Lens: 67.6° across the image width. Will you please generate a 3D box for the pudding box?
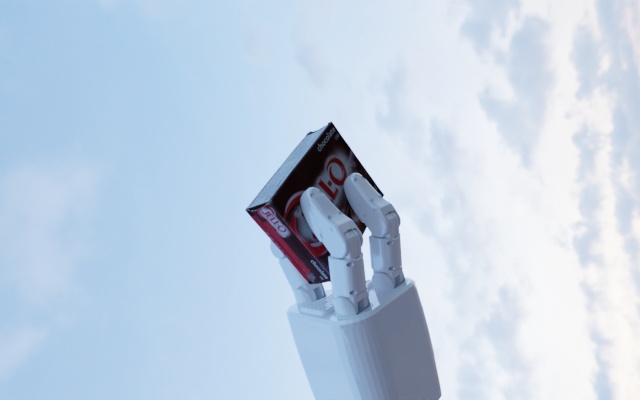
[{"bbox_3d":[0.000,0.001,0.412,0.039,0.090,0.113,-16,31,42],"label":"pudding box"}]
